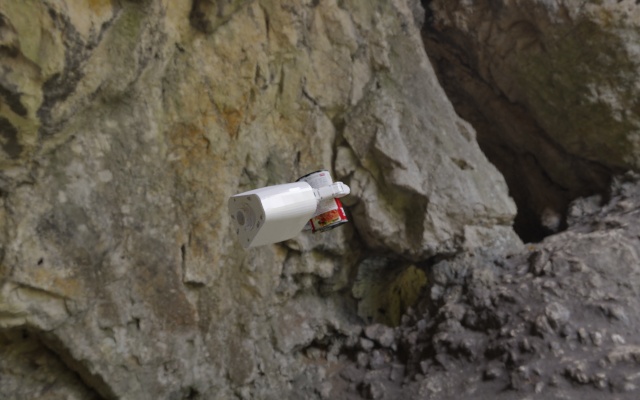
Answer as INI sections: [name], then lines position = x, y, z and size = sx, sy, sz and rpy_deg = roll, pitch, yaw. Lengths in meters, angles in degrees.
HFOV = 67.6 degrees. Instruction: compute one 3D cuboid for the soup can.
[soup can]
position = 0.000, 0.002, 0.871
size = 0.068, 0.102, 0.068
rpy_deg = -20, -9, -3
